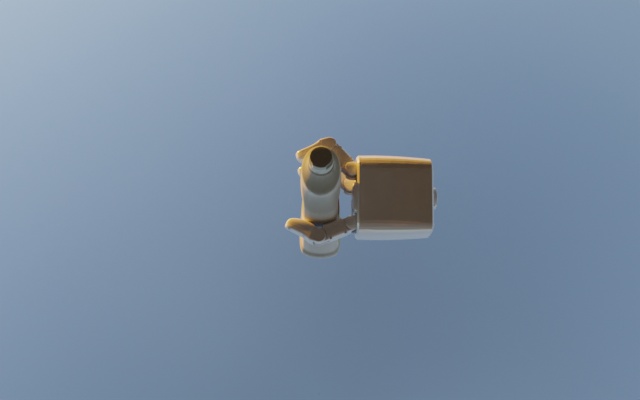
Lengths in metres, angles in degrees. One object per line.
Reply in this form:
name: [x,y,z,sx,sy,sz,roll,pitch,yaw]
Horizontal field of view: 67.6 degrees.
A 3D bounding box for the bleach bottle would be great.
bleach bottle: [0.000,0.002,0.689,0.068,0.102,0.251,1,-22,0]
